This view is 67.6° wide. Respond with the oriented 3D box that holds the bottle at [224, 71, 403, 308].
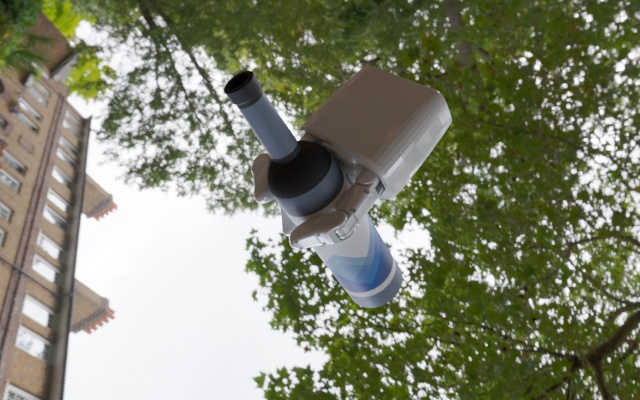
[{"bbox_3d":[0.000,0.002,0.465,0.069,0.069,0.296,0,-40,35],"label":"bottle"}]
